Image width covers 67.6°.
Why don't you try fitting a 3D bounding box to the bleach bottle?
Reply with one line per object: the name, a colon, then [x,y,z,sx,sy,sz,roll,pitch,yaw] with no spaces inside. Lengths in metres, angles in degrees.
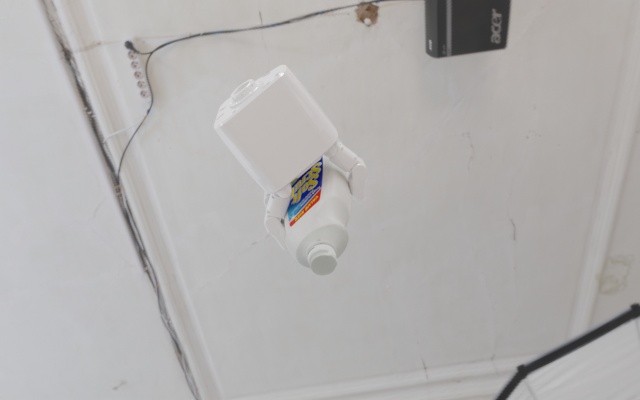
bleach bottle: [0.000,0.002,0.615,0.102,0.068,0.250,-34,27,14]
